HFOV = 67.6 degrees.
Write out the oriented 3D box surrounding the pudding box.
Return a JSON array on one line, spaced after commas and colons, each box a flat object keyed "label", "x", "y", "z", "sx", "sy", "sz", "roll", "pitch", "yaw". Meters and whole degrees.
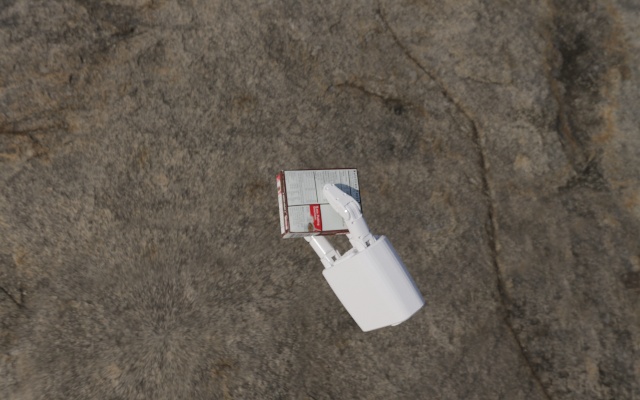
[{"label": "pudding box", "x": 0.000, "y": 0.002, "z": 0.658, "sx": 0.113, "sy": 0.090, "sz": 0.039, "roll": -2, "pitch": -12, "yaw": -20}]
